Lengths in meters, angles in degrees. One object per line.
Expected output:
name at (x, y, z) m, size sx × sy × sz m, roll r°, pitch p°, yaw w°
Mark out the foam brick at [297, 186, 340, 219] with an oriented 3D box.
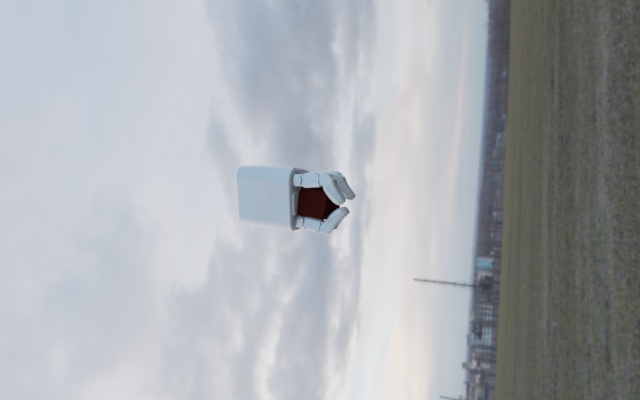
foam brick at (0.000, 0.003, 0.841) m, size 0.051 × 0.053 × 0.078 m, roll 8°, pitch 3°, yaw 19°
